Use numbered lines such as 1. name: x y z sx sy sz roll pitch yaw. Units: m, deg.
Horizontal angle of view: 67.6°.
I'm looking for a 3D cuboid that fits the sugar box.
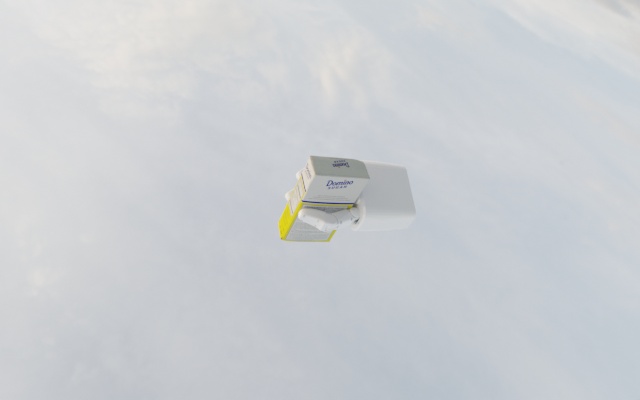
1. sugar box: 0.000 0.002 0.770 0.093 0.048 0.176 3 -41 -24
